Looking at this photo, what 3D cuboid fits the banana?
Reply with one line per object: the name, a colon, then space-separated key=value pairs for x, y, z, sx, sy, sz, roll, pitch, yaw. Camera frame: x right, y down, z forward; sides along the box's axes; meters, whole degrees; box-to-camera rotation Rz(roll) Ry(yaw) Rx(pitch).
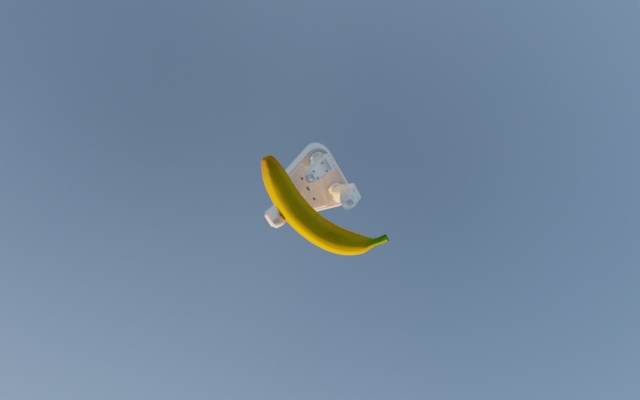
banana: x=-0.008 y=0.019 z=0.637 sx=0.198 sy=0.069 sz=0.037 roll=34 pitch=12 yaw=-9
